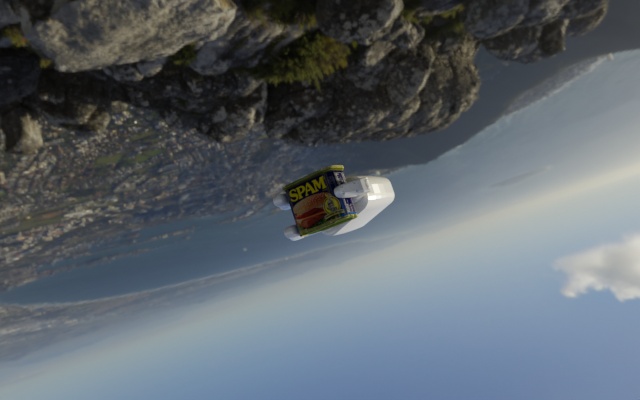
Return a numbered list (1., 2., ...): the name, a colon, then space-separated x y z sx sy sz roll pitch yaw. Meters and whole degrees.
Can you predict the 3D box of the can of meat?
1. can of meat: 0.000 0.003 0.746 0.102 0.084 0.057 -23 -9 30
